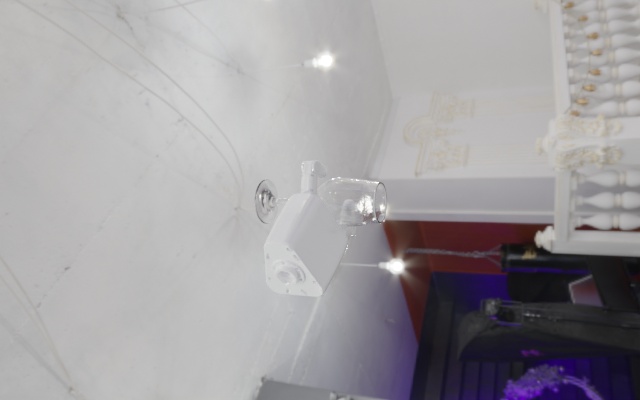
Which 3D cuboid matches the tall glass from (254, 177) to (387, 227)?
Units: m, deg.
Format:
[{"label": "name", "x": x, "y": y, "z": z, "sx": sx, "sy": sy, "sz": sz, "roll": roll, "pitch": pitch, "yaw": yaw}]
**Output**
[{"label": "tall glass", "x": 0.000, "y": 0.002, "z": 0.755, "sx": 0.201, "sy": 0.079, "sz": 0.079, "roll": 0, "pitch": 0, "yaw": 24}]
